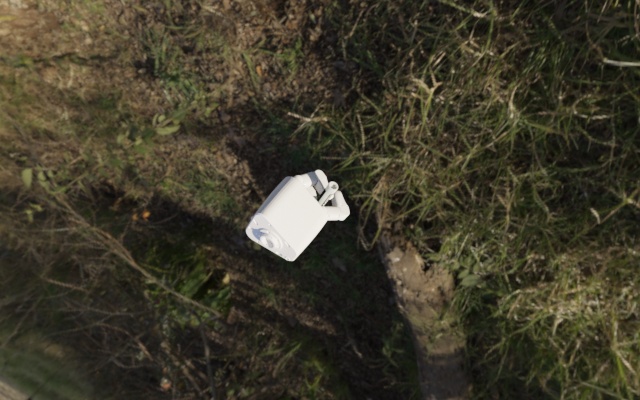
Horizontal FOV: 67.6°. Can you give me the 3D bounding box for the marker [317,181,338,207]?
[{"bbox_3d":[0.000,0.003,0.896,0.020,0.020,0.121,0,-29,-26],"label":"marker"}]
